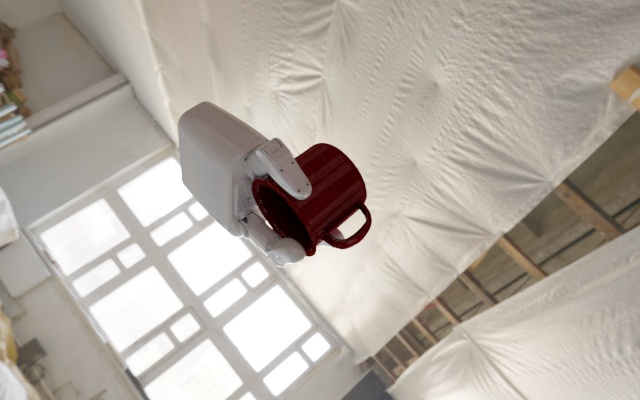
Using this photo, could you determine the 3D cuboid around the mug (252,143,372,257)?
[{"bbox_3d":[0.001,0.002,0.472,0.081,0.093,0.117,-39,57,-23],"label":"mug"}]
